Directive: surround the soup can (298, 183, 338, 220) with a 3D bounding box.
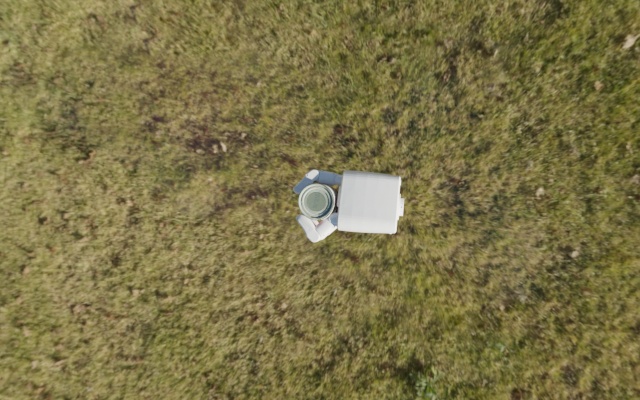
[{"bbox_3d":[0.000,0.003,0.897,0.068,0.068,0.102,0,-1,10],"label":"soup can"}]
